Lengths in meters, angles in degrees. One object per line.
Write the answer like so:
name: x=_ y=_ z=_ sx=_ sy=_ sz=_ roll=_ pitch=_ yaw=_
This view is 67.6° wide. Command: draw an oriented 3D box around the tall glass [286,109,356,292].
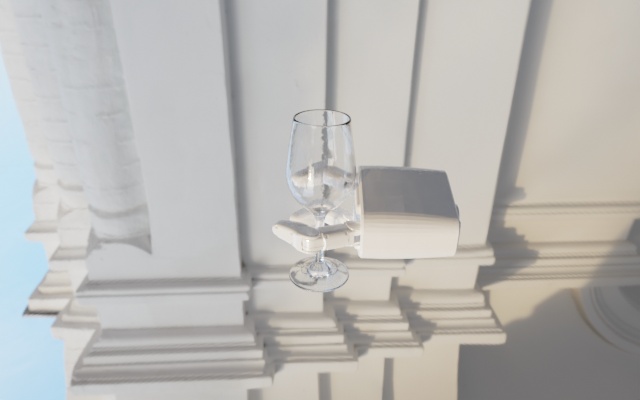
tall glass: x=0.000 y=0.002 z=0.545 sx=0.079 sy=0.201 sz=0.079 roll=1 pitch=27 yaw=0
